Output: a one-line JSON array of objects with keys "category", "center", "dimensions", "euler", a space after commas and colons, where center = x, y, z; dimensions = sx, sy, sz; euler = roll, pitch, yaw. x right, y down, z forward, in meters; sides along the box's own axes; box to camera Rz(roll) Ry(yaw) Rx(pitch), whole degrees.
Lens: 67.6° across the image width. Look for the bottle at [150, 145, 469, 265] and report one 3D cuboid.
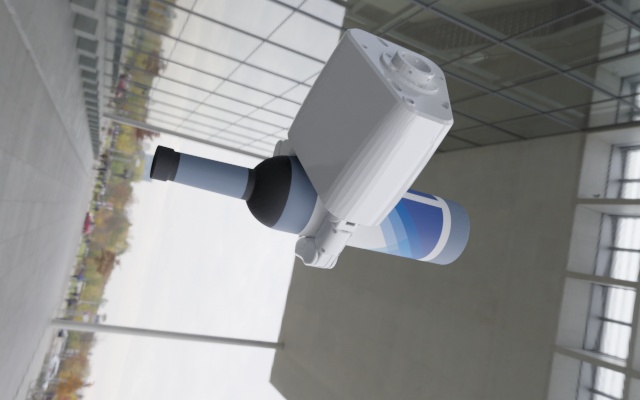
[{"category": "bottle", "center": [0.000, 0.002, 0.433], "dimensions": [0.296, 0.069, 0.069], "euler": [14, -6, -24]}]
